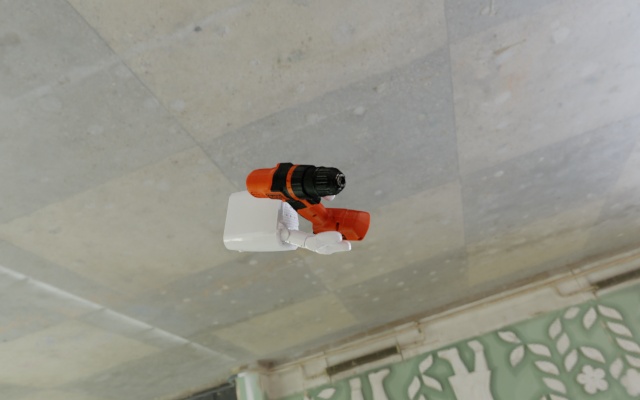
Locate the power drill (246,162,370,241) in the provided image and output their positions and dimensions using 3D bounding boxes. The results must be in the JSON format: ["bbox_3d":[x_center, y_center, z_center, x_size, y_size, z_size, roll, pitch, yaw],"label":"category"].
[{"bbox_3d":[0.000,0.003,0.752,0.184,0.057,0.188,3,-26,41],"label":"power drill"}]
